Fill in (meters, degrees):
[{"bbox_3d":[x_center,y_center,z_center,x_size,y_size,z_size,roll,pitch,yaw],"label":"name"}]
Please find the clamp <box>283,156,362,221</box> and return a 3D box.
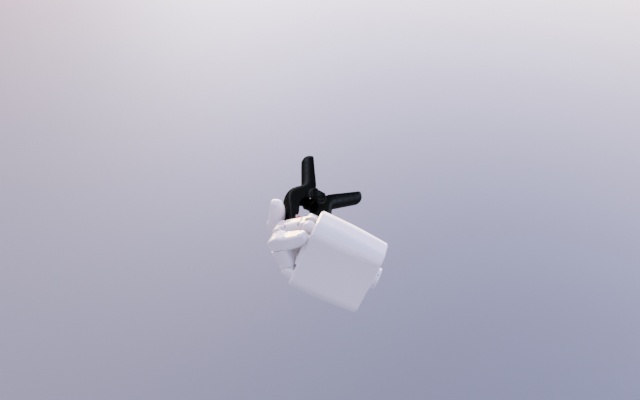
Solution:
[{"bbox_3d":[0.000,0.002,0.766,0.120,0.039,0.171,27,43,0],"label":"clamp"}]
